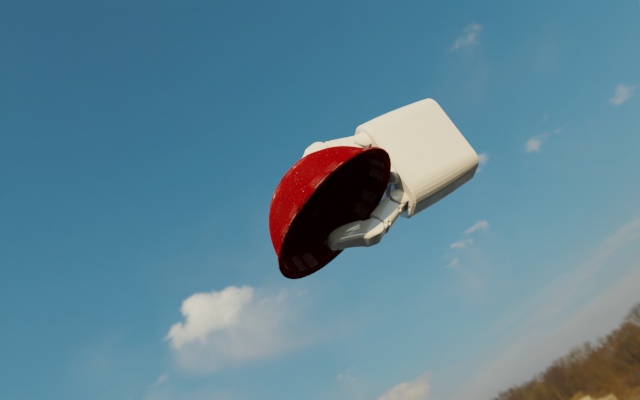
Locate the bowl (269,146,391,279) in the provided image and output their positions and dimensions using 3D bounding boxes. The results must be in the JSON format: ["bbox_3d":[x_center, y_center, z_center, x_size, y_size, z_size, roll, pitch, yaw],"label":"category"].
[{"bbox_3d":[-0.001,0.002,0.490,0.055,0.162,0.162,39,18,25],"label":"bowl"}]
